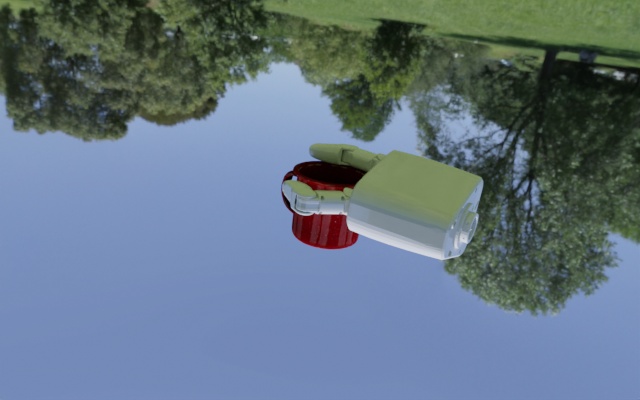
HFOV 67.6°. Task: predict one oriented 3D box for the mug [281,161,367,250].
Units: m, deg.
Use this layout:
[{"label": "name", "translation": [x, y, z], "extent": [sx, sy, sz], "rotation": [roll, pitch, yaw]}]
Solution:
[{"label": "mug", "translation": [-0.001, 0.002, 0.567], "extent": [0.117, 0.081, 0.093], "rotation": [19, 23, 29]}]
